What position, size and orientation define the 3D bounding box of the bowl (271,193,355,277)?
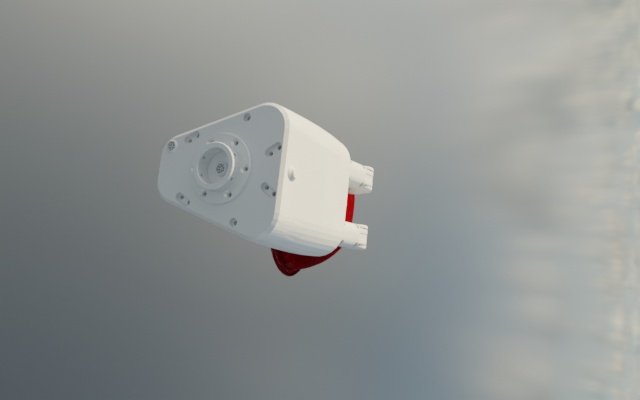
[{"bbox_3d":[0.001,0.002,0.502,0.055,0.162,0.162,5,1,16],"label":"bowl"}]
